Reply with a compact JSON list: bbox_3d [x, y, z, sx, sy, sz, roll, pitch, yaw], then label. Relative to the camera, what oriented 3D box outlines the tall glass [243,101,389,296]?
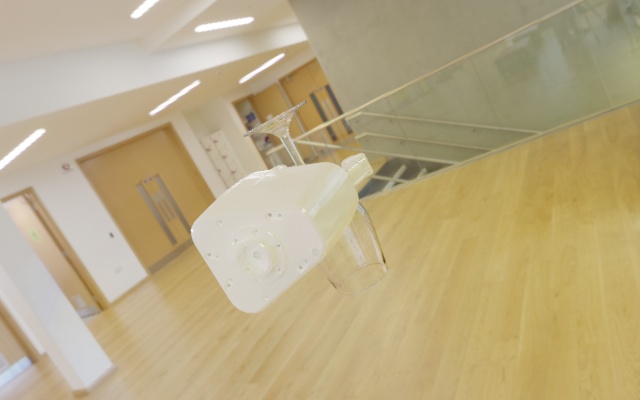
[{"bbox_3d":[0.000,0.001,0.506,0.079,0.201,0.079,-28,11,6],"label":"tall glass"}]
